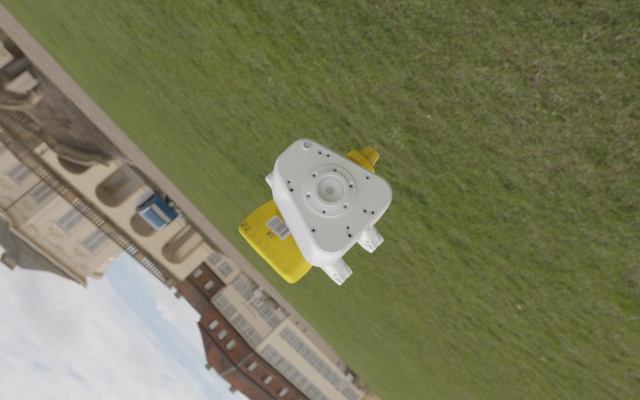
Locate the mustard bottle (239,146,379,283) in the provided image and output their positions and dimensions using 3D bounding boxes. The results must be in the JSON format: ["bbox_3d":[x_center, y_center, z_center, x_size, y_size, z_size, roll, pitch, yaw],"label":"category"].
[{"bbox_3d":[0.000,0.002,0.581,0.096,0.191,0.058,40,-13,29],"label":"mustard bottle"}]
